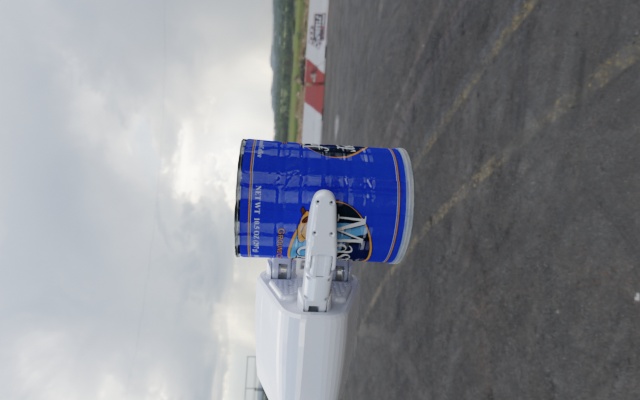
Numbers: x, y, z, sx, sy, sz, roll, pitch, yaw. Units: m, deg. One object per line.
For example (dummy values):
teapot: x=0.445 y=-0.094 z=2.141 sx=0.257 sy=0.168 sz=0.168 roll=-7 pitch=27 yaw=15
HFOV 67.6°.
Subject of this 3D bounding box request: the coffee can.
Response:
coffee can: x=0.000 y=0.001 z=0.417 sx=0.140 sy=0.103 sz=0.103 roll=3 pitch=0 yaw=-5
